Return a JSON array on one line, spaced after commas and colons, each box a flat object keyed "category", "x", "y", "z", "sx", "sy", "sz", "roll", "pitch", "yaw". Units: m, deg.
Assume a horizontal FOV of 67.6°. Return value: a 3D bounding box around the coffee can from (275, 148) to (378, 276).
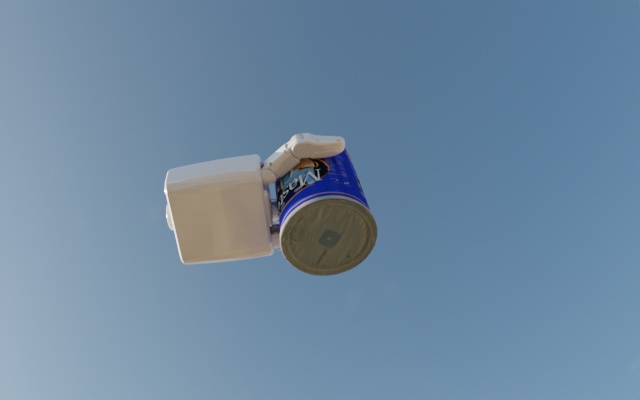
[{"category": "coffee can", "x": 0.000, "y": 0.002, "z": 0.552, "sx": 0.103, "sy": 0.103, "sz": 0.140, "roll": 0, "pitch": 34, "yaw": -9}]
